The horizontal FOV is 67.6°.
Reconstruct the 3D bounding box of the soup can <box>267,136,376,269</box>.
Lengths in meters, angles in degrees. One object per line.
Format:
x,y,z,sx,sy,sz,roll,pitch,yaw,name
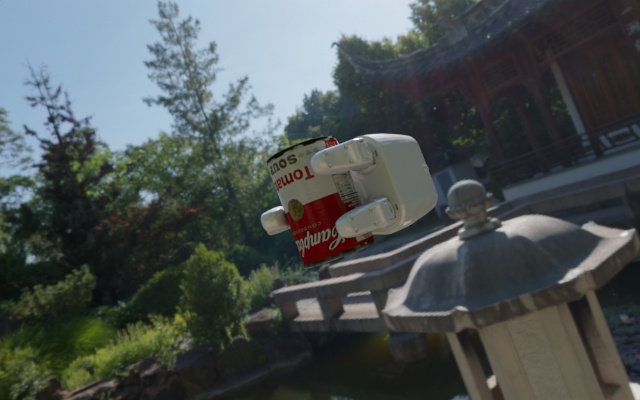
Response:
0.000,0.001,0.426,0.068,0.102,0.068,-20,-3,-1,soup can
